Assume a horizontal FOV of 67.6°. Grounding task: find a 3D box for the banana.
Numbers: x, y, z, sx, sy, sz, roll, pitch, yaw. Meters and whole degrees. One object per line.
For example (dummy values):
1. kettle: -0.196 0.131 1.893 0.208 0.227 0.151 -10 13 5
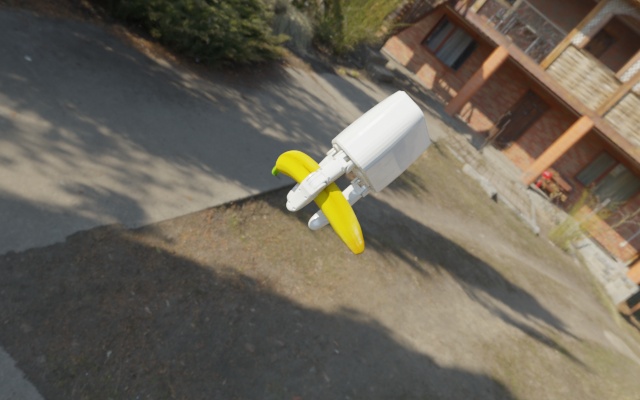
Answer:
1. banana: -0.003 -0.012 0.637 0.037 0.070 0.197 -31 55 -20
